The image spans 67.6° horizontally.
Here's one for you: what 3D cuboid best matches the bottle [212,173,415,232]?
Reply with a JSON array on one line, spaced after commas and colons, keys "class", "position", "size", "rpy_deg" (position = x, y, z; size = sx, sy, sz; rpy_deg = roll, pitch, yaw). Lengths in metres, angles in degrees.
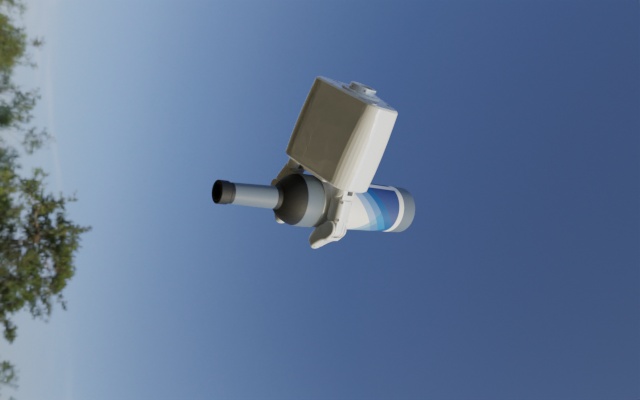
[{"class": "bottle", "position": [0.000, 0.002, 0.622], "size": [0.296, 0.069, 0.069], "rpy_deg": [6, -4, -38]}]
